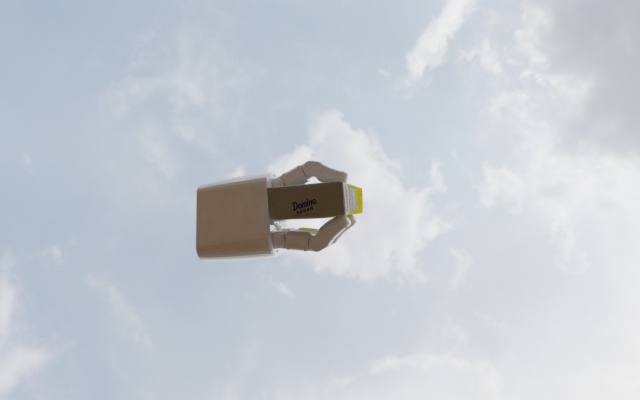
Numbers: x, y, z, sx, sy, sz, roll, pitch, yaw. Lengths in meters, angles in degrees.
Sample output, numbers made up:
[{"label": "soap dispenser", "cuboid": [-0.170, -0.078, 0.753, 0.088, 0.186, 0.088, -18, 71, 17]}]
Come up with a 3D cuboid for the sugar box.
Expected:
[{"label": "sugar box", "cuboid": [0.000, 0.003, 0.627, 0.093, 0.048, 0.176, -5, 1, 12]}]
